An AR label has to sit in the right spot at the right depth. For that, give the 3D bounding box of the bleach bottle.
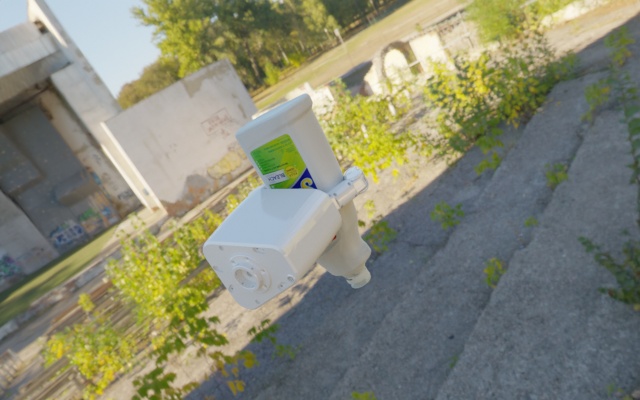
[{"bbox_3d":[0.000,0.002,0.593,0.102,0.251,0.068,-18,21,36],"label":"bleach bottle"}]
